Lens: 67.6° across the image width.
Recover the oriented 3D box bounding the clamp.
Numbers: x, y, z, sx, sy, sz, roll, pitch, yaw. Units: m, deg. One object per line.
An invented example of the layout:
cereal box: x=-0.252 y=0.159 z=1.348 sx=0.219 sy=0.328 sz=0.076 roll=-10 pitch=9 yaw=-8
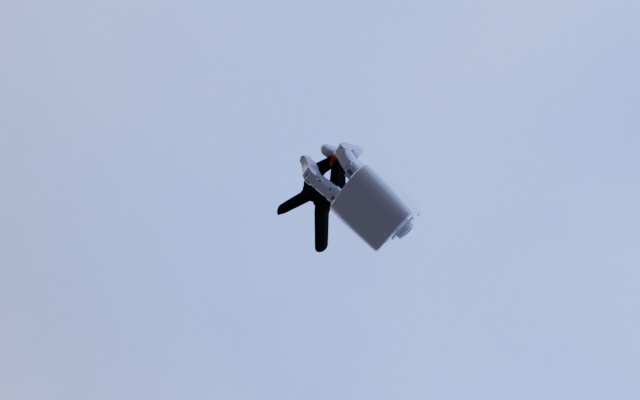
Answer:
clamp: x=0.000 y=0.002 z=0.816 sx=0.039 sy=0.120 sz=0.171 roll=-23 pitch=-26 yaw=-53
